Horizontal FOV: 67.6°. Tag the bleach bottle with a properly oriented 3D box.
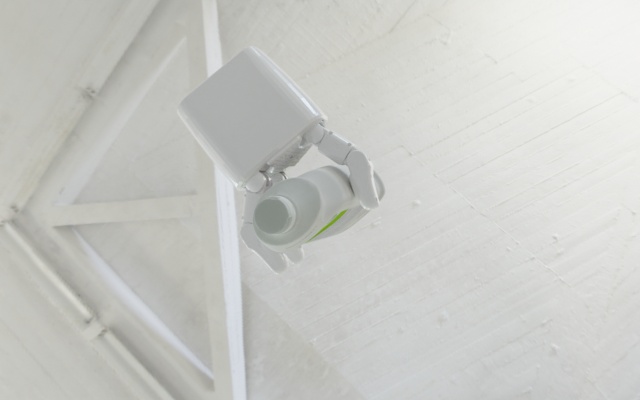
[{"bbox_3d":[0.000,0.002,0.489,0.102,0.068,0.251,-44,-9,13],"label":"bleach bottle"}]
